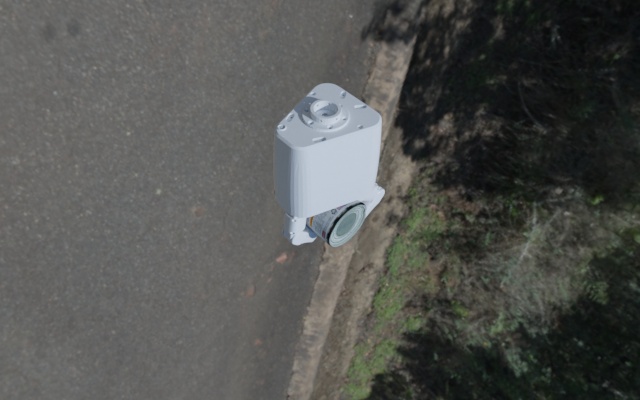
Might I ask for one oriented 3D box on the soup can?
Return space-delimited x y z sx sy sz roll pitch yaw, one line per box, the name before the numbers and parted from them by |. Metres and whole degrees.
soup can | 0.000 0.003 0.603 0.102 0.068 0.068 40 21 27
